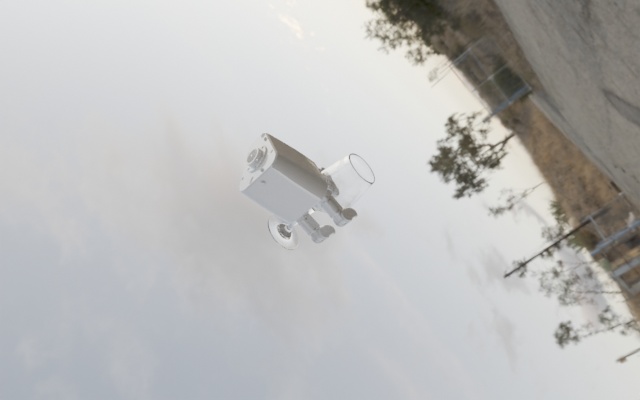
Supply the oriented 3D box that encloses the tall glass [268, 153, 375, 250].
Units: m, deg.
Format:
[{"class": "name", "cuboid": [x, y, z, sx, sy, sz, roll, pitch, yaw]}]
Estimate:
[{"class": "tall glass", "cuboid": [0.000, 0.003, 0.827, 0.201, 0.079, 0.079, -39, -20, 27]}]
